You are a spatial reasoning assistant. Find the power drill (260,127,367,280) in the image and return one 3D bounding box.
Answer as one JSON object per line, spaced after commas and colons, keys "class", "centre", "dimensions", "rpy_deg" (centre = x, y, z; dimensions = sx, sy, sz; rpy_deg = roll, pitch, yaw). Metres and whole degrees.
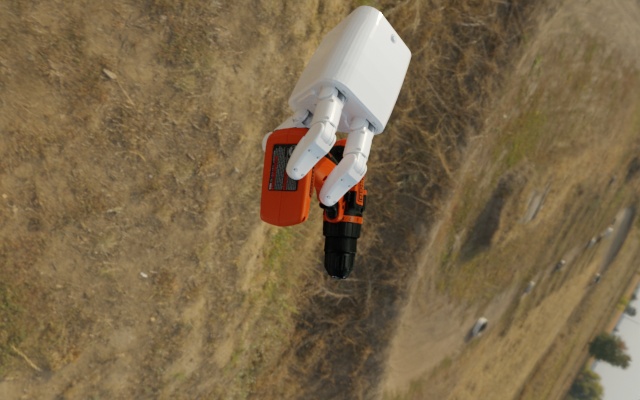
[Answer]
{"class": "power drill", "centre": [0.000, 0.002, 0.569], "dimensions": [0.057, 0.184, 0.188], "rpy_deg": [0, -8, 24]}
